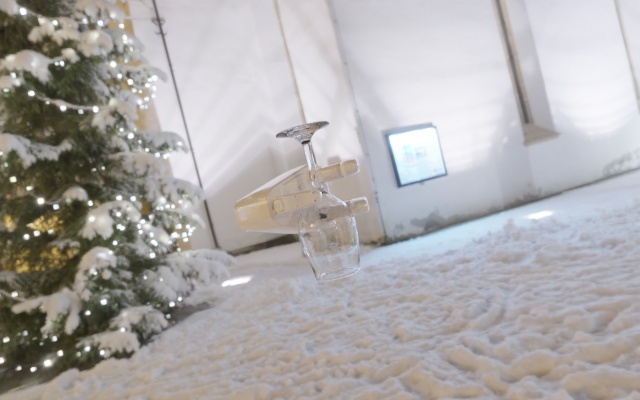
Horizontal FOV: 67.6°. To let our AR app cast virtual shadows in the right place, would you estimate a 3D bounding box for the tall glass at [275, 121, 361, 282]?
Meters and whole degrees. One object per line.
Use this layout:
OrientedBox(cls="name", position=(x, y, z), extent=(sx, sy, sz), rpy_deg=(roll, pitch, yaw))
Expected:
OrientedBox(cls="tall glass", position=(0.000, 0.001, 0.634), extent=(0.079, 0.201, 0.079), rpy_deg=(-14, 0, 0))
